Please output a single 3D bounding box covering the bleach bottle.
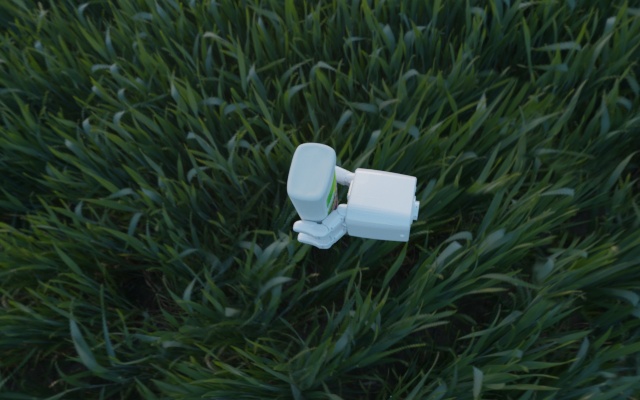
[{"bbox_3d":[0.000,0.003,0.843,0.068,0.102,0.251,9,-20,11],"label":"bleach bottle"}]
